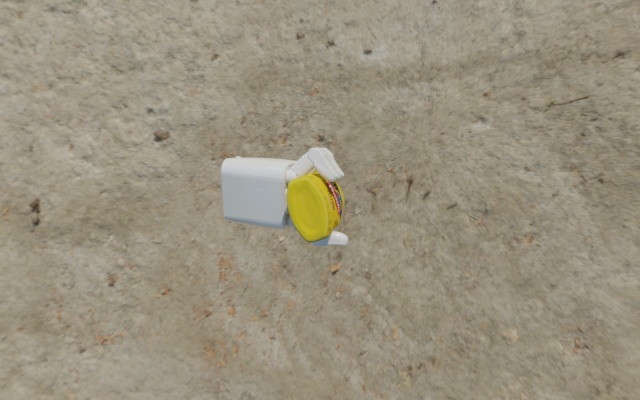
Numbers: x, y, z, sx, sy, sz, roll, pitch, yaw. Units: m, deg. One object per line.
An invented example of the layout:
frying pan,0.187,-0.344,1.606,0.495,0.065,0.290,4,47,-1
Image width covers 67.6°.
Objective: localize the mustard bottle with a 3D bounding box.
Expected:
mustard bottle,0.000,0.003,0.766,0.058,0.096,0.191,-19,3,13
